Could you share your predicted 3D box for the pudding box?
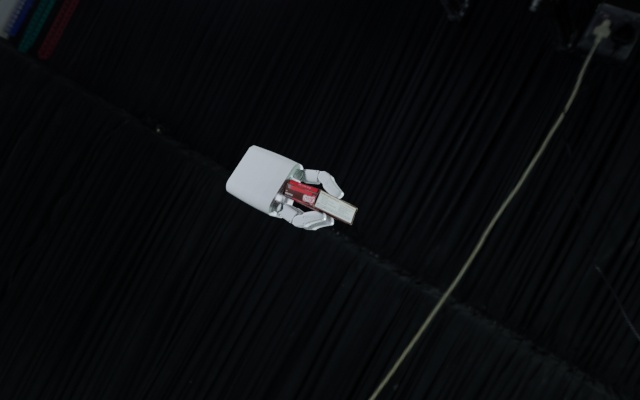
[{"bbox_3d":[0.000,0.003,0.884,0.113,0.039,0.090,23,-1,-44],"label":"pudding box"}]
